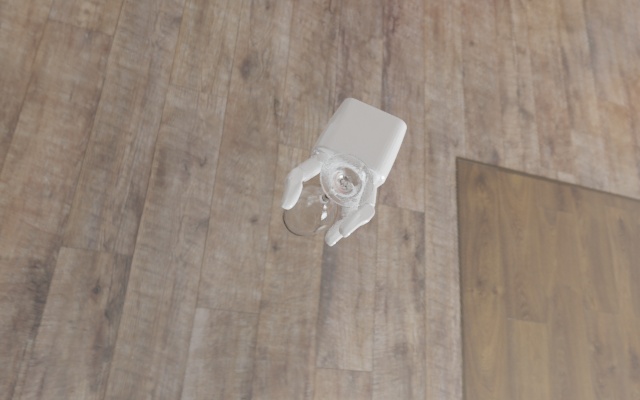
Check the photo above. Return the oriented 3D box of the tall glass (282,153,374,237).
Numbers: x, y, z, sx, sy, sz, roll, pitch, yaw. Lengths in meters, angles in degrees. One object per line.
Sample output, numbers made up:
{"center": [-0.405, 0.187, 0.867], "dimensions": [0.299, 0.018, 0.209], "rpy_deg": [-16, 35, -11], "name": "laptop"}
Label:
{"center": [0.000, 0.002, 0.697], "dimensions": [0.079, 0.079, 0.201], "rpy_deg": [0, -17, -21], "name": "tall glass"}
